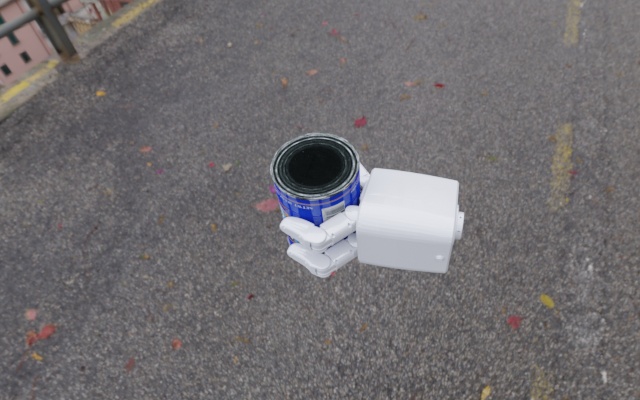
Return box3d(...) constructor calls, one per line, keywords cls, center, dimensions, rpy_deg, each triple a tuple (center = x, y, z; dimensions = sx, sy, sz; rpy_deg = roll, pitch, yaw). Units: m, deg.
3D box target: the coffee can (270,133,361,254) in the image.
box3d(cls="coffee can", center=(0.000, 0.002, 0.594), dimensions=(0.103, 0.102, 0.140), rpy_deg=(0, -38, 7))
